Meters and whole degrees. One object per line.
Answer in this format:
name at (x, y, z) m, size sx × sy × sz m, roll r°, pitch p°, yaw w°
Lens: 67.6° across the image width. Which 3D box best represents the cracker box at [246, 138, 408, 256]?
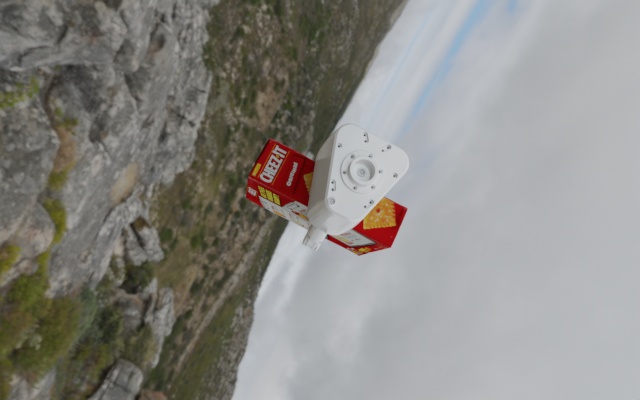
cracker box at (0.000, 0.003, 0.712) m, size 0.214 × 0.072 × 0.164 m, roll 28°, pitch -13°, yaw -4°
